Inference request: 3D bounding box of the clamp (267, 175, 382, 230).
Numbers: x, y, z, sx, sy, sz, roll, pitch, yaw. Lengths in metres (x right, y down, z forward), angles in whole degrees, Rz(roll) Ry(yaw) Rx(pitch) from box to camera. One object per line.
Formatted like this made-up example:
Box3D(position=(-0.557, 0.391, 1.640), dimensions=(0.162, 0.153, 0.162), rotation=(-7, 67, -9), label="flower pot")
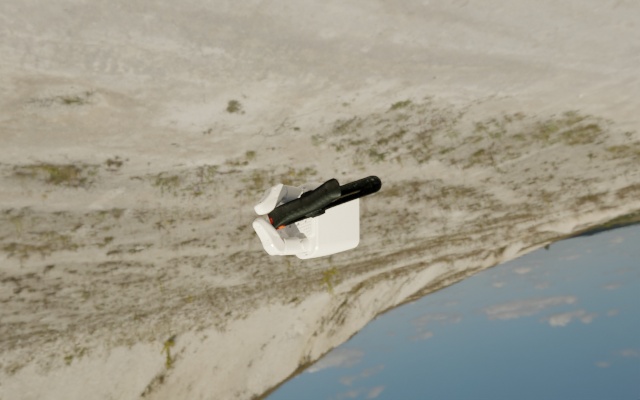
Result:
Box3D(position=(0.000, 0.003, 0.665), dimensions=(0.120, 0.039, 0.171), rotation=(-2, -14, -45), label="clamp")
